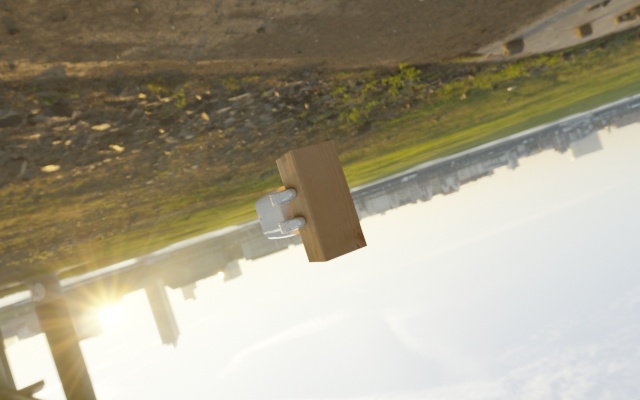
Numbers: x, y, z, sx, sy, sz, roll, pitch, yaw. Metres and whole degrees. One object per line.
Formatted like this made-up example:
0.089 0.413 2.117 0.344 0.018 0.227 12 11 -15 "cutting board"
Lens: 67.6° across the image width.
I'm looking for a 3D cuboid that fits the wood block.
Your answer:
0.000 0.003 0.890 0.091 0.206 0.090 -18 0 -25 "wood block"
